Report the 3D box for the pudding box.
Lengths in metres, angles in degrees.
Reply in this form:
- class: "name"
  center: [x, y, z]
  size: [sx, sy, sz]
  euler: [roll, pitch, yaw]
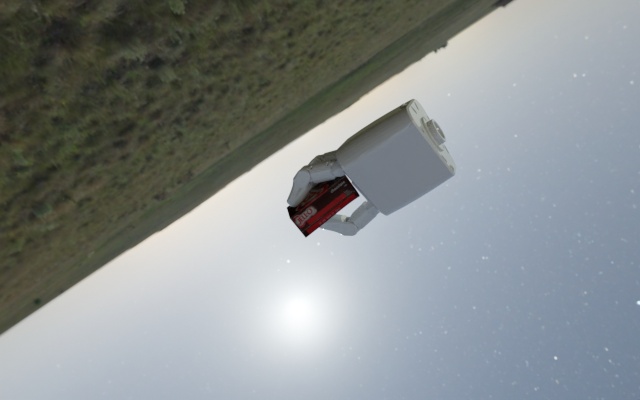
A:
- class: "pudding box"
  center: [0.000, 0.002, 0.652]
  size: [0.090, 0.039, 0.113]
  euler: [-37, 7, -2]
